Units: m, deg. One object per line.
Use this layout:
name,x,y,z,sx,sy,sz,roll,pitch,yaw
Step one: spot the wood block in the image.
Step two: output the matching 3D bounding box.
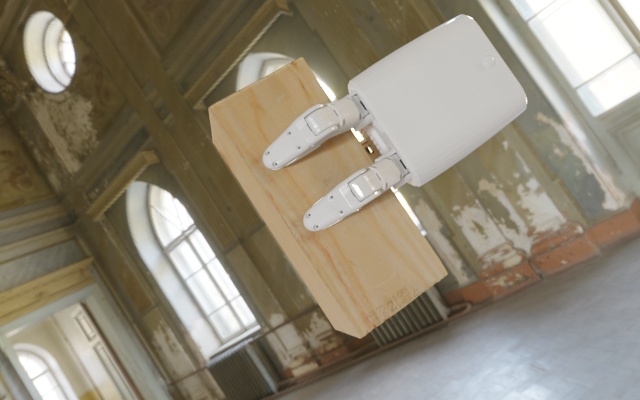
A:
wood block,0.000,0.001,0.406,0.090,0.206,0.091,-33,-4,-14
